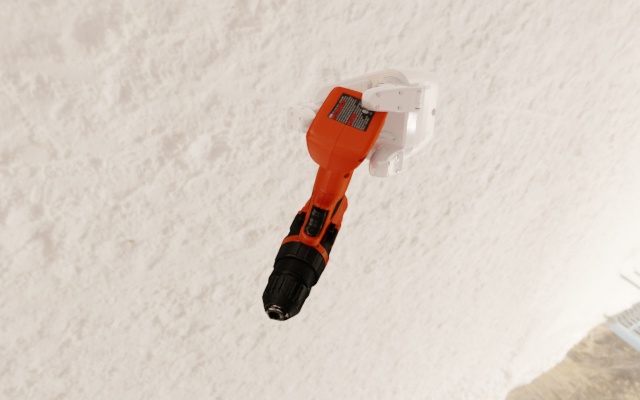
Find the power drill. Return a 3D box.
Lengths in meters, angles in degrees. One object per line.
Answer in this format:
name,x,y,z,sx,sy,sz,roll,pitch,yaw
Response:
power drill,0.000,0.001,0.456,0.057,0.188,0.184,21,43,2
